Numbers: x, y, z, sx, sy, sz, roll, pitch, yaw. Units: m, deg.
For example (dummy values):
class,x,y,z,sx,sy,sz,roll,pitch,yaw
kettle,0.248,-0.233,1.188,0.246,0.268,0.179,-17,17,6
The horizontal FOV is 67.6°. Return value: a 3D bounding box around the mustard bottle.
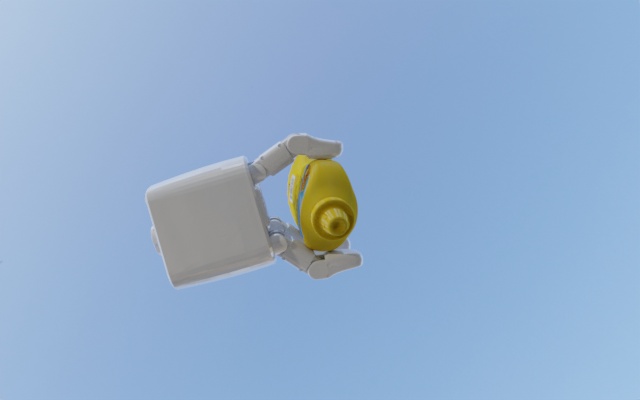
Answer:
class,x,y,z,sx,sy,sz,roll,pitch,yaw
mustard bottle,0.000,0.002,0.517,0.058,0.096,0.191,6,12,-10
